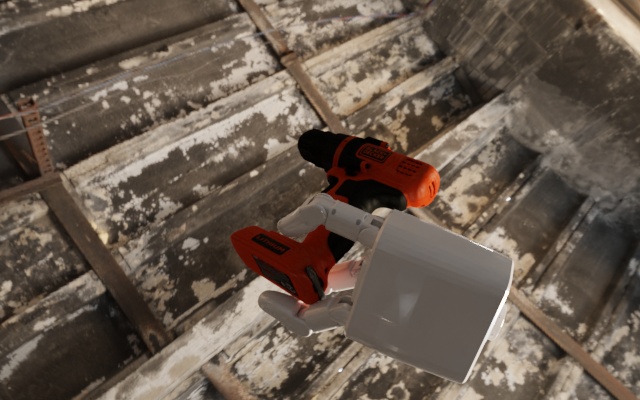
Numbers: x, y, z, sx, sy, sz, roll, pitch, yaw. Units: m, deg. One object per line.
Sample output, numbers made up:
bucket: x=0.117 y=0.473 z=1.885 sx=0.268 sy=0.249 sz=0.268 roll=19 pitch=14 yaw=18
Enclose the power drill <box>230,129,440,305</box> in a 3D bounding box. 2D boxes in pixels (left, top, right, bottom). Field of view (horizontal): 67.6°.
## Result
power drill: x=0.000 y=0.002 z=0.492 sx=0.184 sy=0.057 sz=0.187 roll=24 pitch=60 yaw=39
